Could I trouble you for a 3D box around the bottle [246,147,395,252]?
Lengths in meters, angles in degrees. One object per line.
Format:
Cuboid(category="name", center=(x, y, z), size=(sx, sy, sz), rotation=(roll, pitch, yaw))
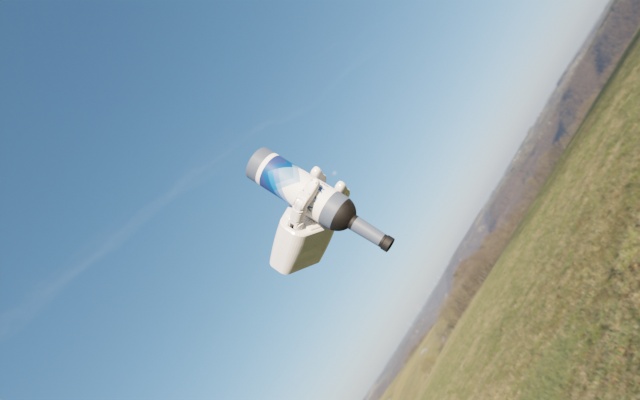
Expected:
Cuboid(category="bottle", center=(0.000, 0.003, 0.855), size=(0.295, 0.069, 0.069), rotation=(32, 10, 17))
